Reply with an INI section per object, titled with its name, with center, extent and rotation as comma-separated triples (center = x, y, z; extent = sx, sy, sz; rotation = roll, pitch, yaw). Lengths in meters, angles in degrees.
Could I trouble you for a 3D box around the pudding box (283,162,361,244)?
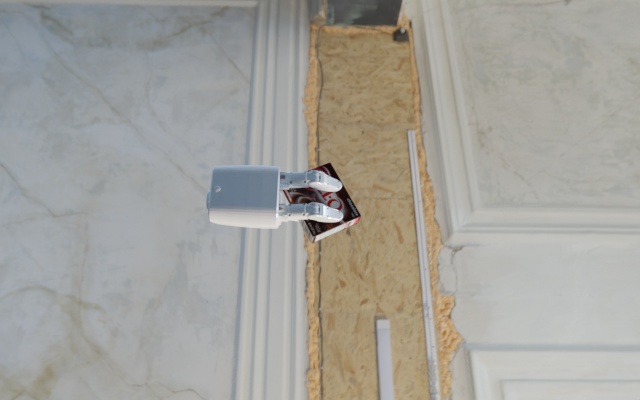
[pudding box]
center = 0.000, 0.003, 0.785
extent = 0.090, 0.113, 0.039
rotation = -23, -18, -18
